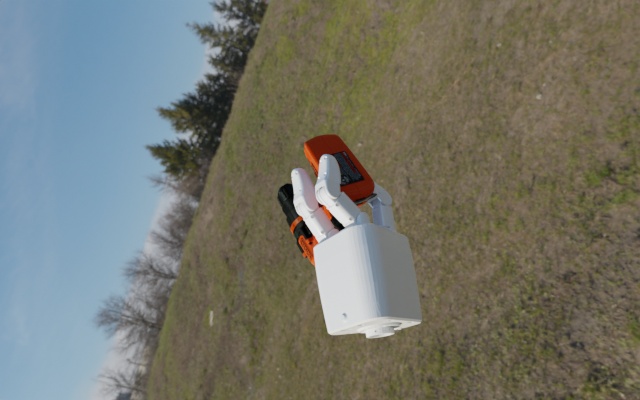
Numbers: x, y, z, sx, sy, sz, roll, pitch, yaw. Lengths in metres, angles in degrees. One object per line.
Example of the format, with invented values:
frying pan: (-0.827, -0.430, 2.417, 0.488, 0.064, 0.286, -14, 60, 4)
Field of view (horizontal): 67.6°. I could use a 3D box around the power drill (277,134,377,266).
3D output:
power drill: (0.000, 0.002, 0.653, 0.057, 0.184, 0.188, -20, -32, -25)
